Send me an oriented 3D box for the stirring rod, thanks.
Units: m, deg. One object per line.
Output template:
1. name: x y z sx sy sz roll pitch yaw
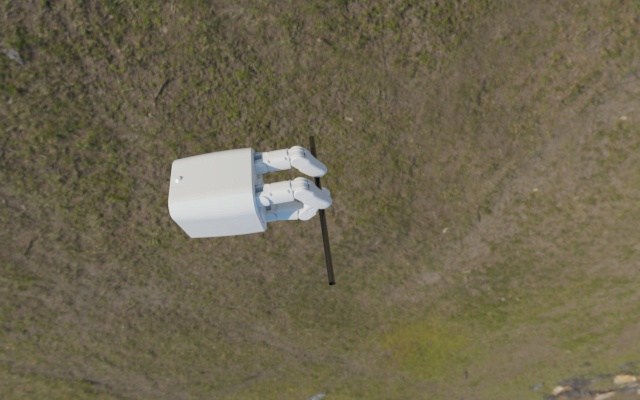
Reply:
1. stirring rod: 0.000 0.002 0.624 0.011 0.239 0.011 -5 -38 -4
